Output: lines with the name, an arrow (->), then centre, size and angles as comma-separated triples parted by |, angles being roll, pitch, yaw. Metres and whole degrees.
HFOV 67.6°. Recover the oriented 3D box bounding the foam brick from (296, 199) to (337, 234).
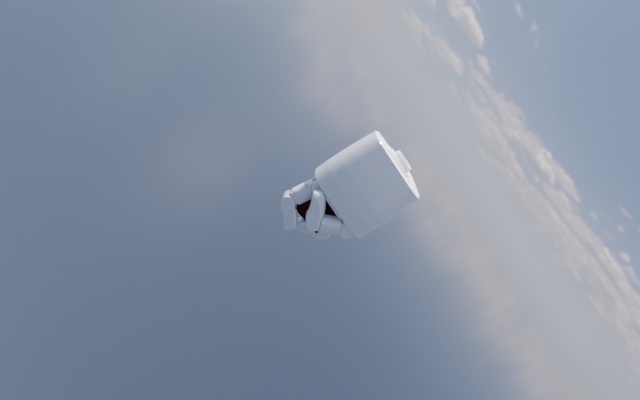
foam brick -> 0.000, 0.002, 0.730 | 0.051, 0.053, 0.078 | -34, 20, 16
